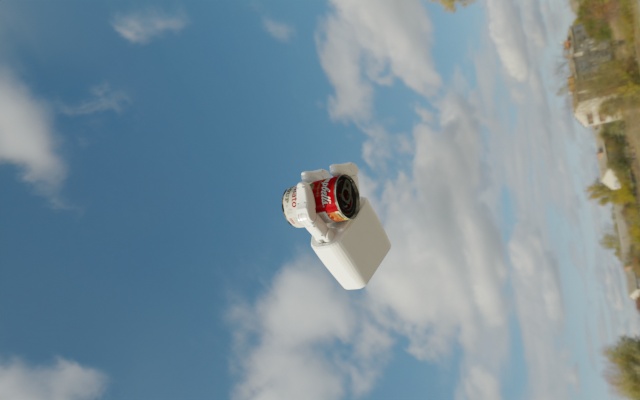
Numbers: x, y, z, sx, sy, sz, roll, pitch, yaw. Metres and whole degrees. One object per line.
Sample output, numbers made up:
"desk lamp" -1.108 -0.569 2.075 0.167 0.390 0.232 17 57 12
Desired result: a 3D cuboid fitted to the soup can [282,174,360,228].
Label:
"soup can" 0.000 0.002 0.733 0.102 0.068 0.068 -11 -6 34
